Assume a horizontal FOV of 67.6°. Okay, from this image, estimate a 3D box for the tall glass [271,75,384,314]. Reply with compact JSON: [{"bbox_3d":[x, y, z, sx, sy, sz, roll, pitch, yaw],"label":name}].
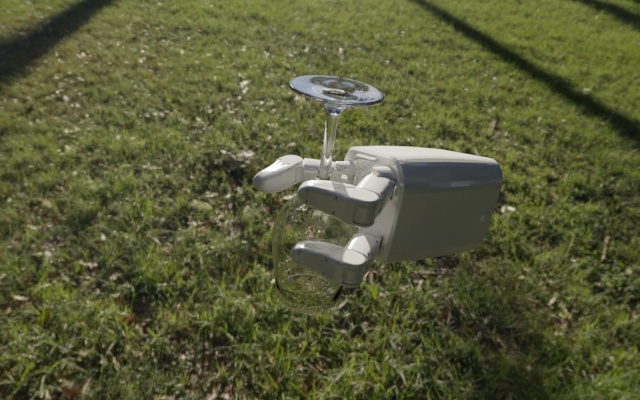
[{"bbox_3d":[0.000,0.001,0.412,0.079,0.201,0.079,7,28,-4],"label":"tall glass"}]
